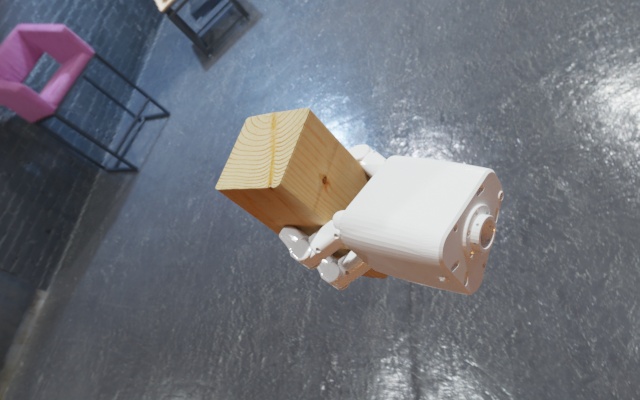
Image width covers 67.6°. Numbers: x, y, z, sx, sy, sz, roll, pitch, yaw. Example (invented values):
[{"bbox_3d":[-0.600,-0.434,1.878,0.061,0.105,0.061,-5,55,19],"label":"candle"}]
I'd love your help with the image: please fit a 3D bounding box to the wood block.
[{"bbox_3d":[0.000,0.001,0.524,0.090,0.090,0.206,0,-30,39],"label":"wood block"}]
